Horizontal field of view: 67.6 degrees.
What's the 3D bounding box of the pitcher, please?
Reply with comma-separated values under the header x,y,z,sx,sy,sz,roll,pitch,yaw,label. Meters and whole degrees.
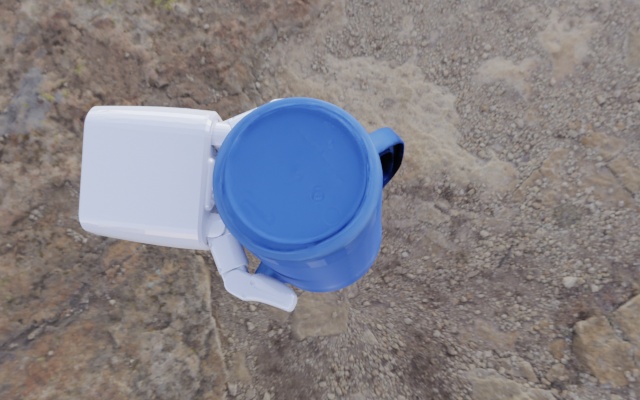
x,y,z,sx,sy,sz,roll,pitch,yaw,label
0.000,0.001,0.409,0.145,0.149,0.243,5,-12,4,pitcher
